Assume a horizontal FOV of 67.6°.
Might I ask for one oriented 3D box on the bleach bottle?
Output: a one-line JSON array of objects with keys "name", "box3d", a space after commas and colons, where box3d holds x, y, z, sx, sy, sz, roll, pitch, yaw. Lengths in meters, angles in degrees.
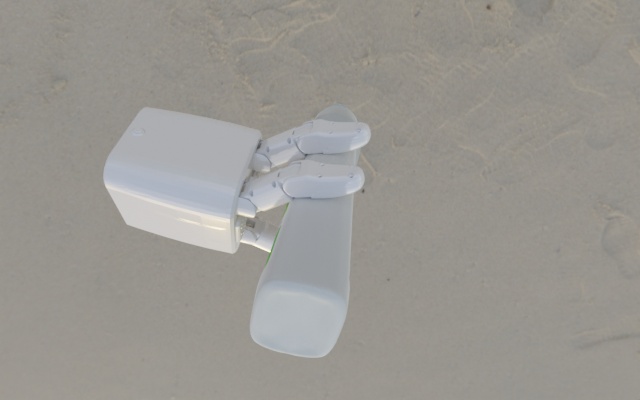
[{"name": "bleach bottle", "box3d": [0.000, 0.001, 0.429, 0.068, 0.250, 0.103, 13, -45, -2]}]
